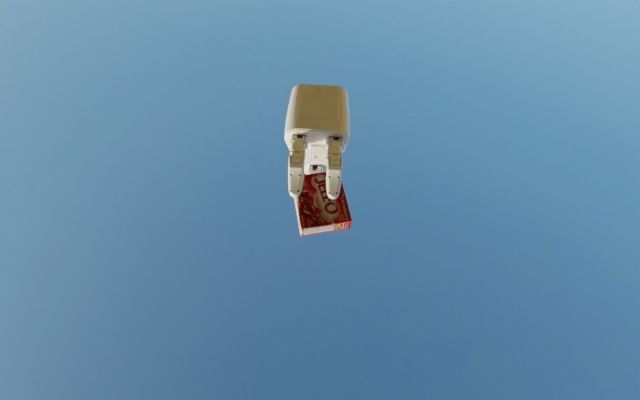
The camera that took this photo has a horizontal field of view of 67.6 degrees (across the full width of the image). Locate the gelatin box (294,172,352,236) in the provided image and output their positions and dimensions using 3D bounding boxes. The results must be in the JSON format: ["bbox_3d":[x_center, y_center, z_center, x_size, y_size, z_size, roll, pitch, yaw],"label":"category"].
[{"bbox_3d":[0.000,0.003,0.693,0.073,0.089,0.030,-8,-27,-7],"label":"gelatin box"}]
